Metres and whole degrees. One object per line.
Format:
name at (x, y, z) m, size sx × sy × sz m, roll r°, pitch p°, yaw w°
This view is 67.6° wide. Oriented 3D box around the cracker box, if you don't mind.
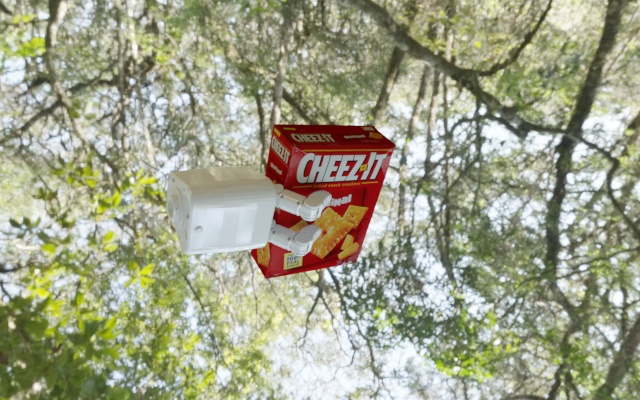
cracker box at (0.000, 0.002, 0.686) m, size 0.164 × 0.214 × 0.072 m, roll -5°, pitch 35°, yaw -31°
